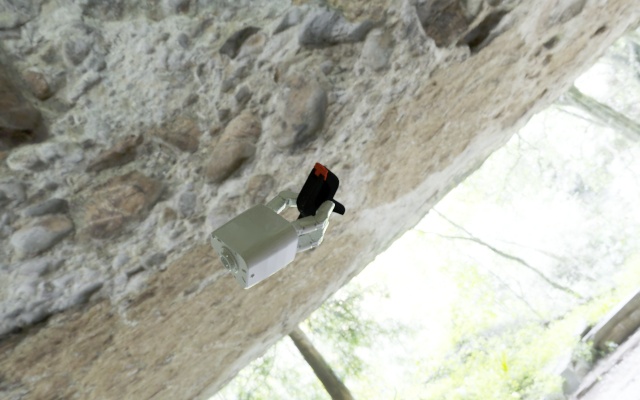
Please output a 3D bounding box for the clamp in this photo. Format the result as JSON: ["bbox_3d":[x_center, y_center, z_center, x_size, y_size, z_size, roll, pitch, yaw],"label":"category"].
[{"bbox_3d":[-0.001,0.002,0.888,0.164,0.210,0.036,-34,63,-33],"label":"clamp"}]
